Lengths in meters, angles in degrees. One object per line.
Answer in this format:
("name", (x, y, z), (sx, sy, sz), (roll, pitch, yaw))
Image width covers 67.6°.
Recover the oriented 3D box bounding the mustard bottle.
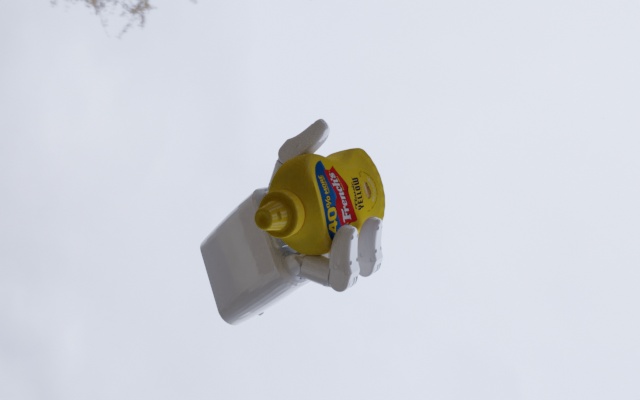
("mustard bottle", (0.000, 0.001, 0.466), (0.058, 0.096, 0.191), (-10, 3, 31))
